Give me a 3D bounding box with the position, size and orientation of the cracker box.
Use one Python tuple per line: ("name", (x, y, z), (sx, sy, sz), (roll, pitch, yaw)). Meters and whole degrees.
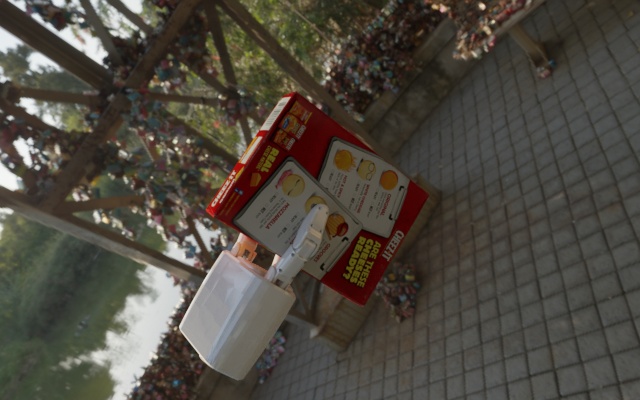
("cracker box", (0.000, 0.002, 0.571), (0.214, 0.164, 0.072), (34, -7, -22))
